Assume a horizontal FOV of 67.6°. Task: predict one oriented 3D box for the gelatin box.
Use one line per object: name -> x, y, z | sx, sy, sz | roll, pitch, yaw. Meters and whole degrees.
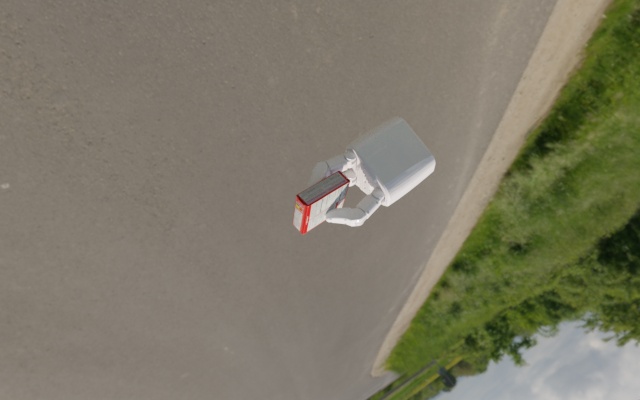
gelatin box -> 0.000, 0.003, 0.738 | 0.089, 0.030, 0.073 | -32, -27, -29
